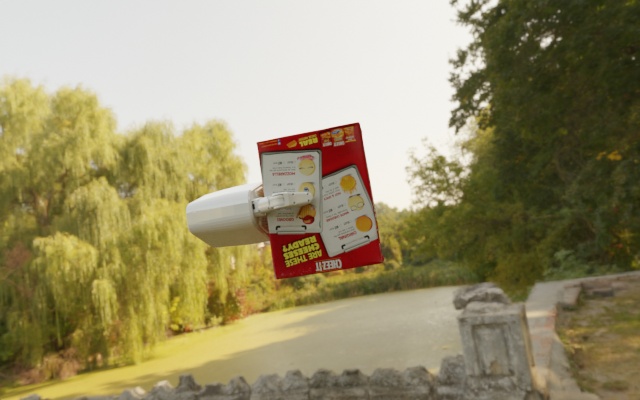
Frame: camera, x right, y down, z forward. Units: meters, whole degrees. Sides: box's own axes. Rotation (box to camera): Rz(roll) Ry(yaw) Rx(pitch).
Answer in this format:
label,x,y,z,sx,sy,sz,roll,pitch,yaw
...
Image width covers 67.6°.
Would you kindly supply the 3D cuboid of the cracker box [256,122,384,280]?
label,x,y,z,sx,sy,sz,roll,pitch,yaw
cracker box,0.000,0.002,0.738,0.164,0.213,0.072,-10,-6,10
